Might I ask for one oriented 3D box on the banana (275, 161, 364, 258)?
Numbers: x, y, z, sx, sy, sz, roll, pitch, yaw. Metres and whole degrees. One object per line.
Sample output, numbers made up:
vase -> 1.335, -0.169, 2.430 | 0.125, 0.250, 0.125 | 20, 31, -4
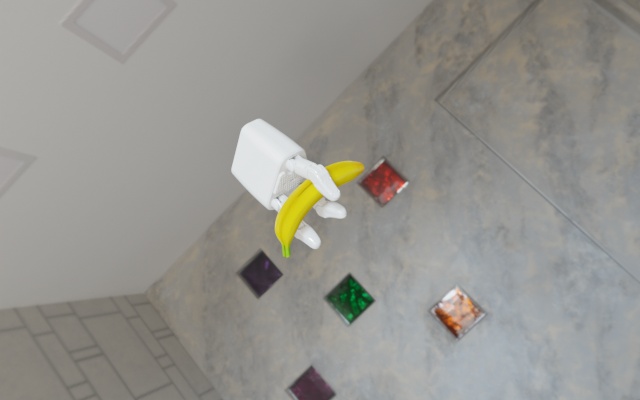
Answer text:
banana -> -0.008, -0.006, 0.740 | 0.037, 0.197, 0.070 | 32, -18, 38
